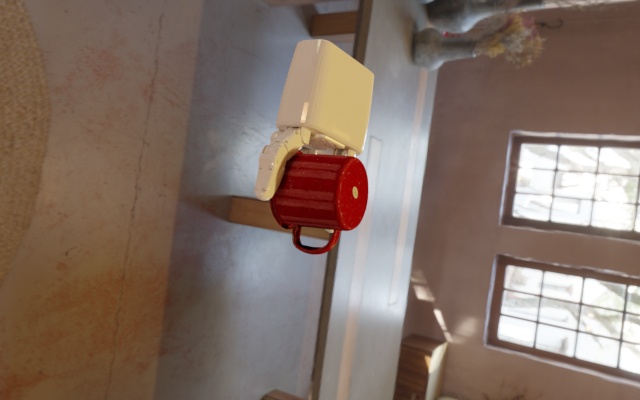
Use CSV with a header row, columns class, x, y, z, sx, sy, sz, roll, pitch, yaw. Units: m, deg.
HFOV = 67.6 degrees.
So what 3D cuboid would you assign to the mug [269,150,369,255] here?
class,x,y,z,sx,sy,sz,roll,pitch,yaw
mug,0.000,0.003,0.528,0.081,0.117,0.093,5,-11,28
